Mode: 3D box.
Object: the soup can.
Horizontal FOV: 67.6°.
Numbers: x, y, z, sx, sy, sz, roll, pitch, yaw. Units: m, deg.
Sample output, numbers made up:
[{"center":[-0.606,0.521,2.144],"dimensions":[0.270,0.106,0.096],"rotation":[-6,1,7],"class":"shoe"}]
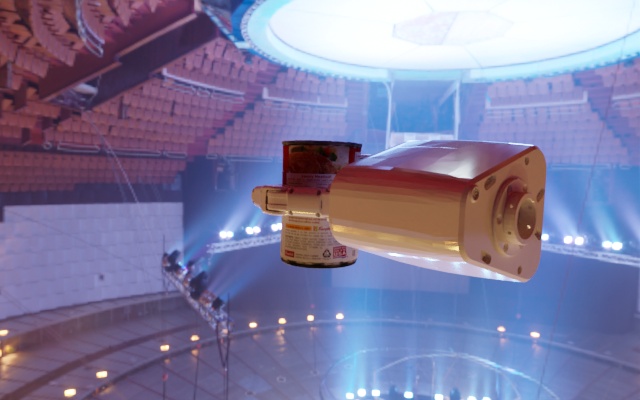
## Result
[{"center":[0.000,0.002,0.409],"dimensions":[0.068,0.102,0.068],"rotation":[2,5,0],"class":"soup can"}]
